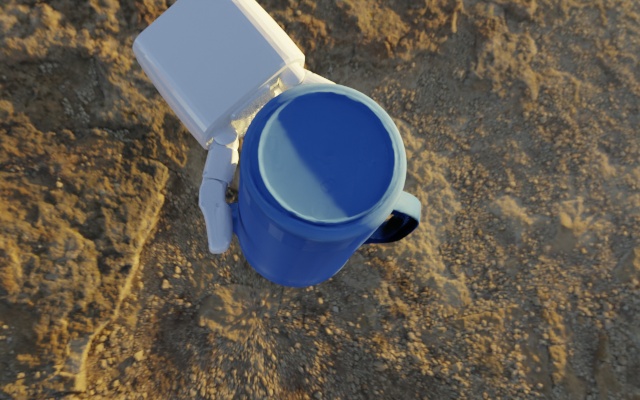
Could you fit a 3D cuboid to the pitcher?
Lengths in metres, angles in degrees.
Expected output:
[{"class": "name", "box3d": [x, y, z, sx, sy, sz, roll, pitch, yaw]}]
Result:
[{"class": "pitcher", "box3d": [0.000, 0.001, 0.414, 0.149, 0.145, 0.243, -36, -6, -14]}]
